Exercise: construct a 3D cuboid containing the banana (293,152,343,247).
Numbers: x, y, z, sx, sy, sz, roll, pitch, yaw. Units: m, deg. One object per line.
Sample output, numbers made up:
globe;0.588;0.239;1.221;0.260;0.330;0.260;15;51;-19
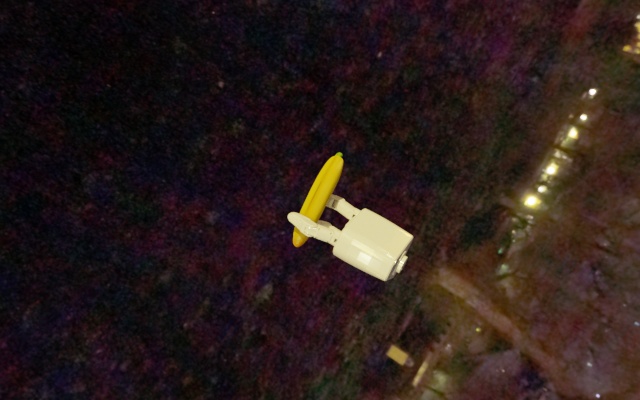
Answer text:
banana;-0.002;-0.003;0.876;0.037;0.198;0.069;26;-4;13
